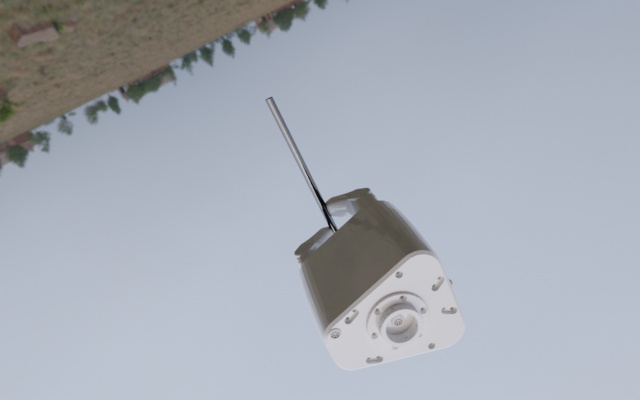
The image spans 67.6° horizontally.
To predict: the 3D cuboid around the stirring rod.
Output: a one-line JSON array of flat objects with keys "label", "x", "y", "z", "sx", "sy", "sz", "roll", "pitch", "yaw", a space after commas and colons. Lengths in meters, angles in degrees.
[{"label": "stirring rod", "x": 0.000, "y": 0.002, "z": 0.505, "sx": 0.011, "sy": 0.240, "sz": 0.011, "roll": -23, "pitch": 22, "yaw": 10}]
